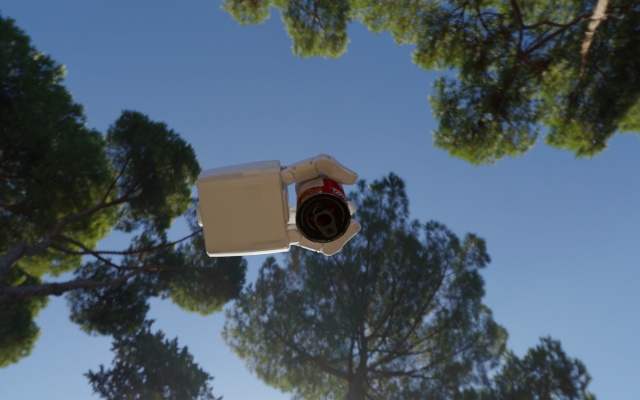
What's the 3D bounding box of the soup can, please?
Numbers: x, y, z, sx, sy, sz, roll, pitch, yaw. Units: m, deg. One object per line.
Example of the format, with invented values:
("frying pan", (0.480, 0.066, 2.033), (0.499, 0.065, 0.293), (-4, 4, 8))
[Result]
("soup can", (0.001, 0.002, 0.622), (0.068, 0.068, 0.102), (0, 24, -4))
